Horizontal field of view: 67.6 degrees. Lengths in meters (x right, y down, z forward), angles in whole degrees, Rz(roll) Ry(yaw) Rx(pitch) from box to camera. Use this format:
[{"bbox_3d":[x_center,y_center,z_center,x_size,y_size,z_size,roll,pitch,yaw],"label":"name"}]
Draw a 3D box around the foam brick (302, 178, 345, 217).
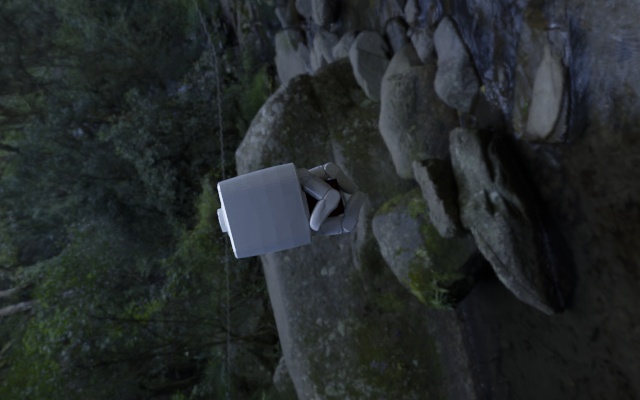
[{"bbox_3d":[0.000,0.002,0.700,0.051,0.053,0.078,-14,-5,-8],"label":"foam brick"}]
